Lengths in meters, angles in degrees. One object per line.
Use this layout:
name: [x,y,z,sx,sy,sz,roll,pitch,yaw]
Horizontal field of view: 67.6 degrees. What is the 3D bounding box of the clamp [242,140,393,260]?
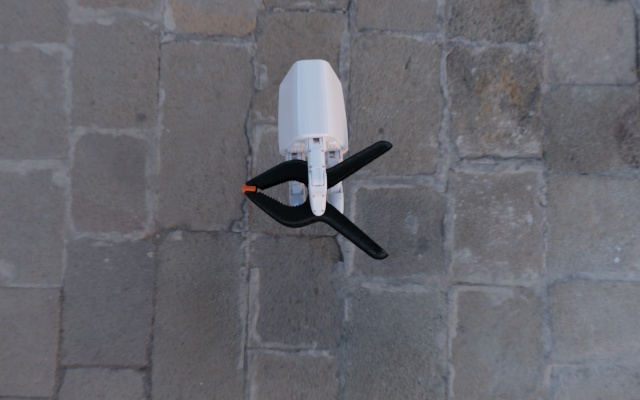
clamp: [0.000,0.002,0.649,0.210,0.164,0.036,-3,-11,-2]
